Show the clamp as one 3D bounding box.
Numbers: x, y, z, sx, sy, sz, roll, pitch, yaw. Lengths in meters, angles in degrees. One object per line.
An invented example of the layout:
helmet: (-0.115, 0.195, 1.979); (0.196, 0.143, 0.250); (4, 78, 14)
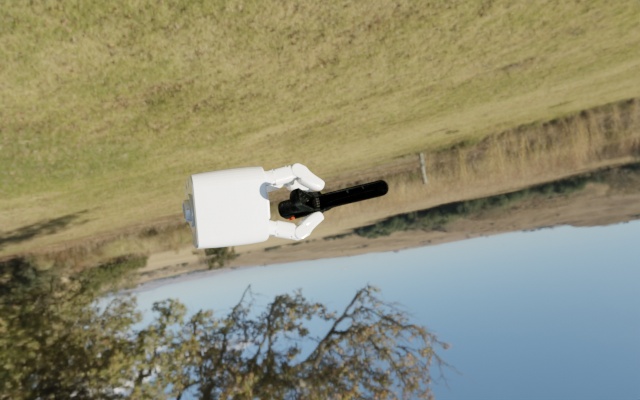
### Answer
clamp: (0.000, 0.003, 0.775); (0.164, 0.036, 0.210); (-6, -7, -23)
